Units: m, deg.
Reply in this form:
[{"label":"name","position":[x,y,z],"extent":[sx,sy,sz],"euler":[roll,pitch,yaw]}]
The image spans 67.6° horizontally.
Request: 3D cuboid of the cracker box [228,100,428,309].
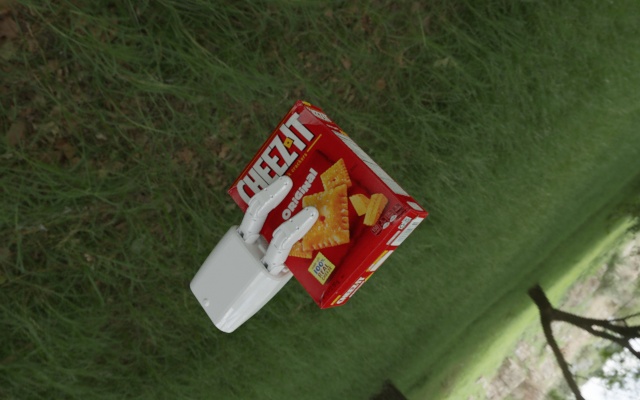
[{"label":"cracker box","position":[0.000,0.002,0.609],"extent":[0.213,0.164,0.072],"euler":[48,17,24]}]
